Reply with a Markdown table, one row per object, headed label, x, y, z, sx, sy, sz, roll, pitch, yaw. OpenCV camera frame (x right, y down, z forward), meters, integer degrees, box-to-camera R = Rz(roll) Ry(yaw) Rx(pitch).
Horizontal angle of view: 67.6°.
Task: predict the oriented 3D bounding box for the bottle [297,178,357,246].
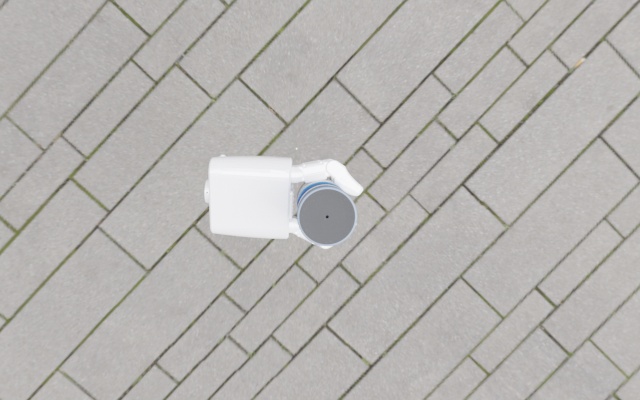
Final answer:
| label | x | y | z | sx | sy | sz | roll | pitch | yaw |
| --- | --- | --- | --- | --- | --- | --- | --- | --- | --- |
| bottle | 0.000 | 0.002 | 0.669 | 0.069 | 0.069 | 0.295 | 0 | 6 | -3 |
